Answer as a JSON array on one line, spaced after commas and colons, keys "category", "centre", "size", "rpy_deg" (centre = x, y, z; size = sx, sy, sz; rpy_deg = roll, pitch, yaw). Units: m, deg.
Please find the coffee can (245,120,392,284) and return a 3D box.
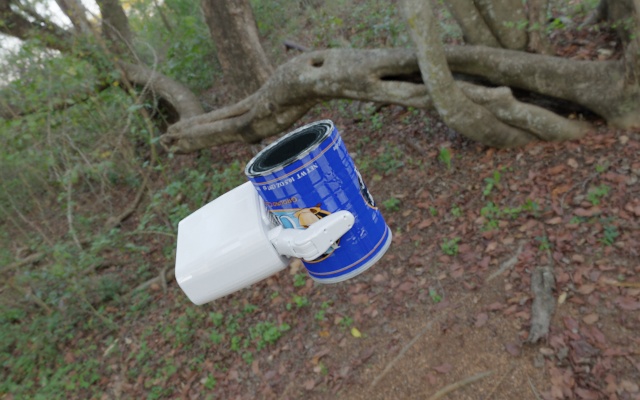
[{"category": "coffee can", "centre": [0.000, 0.002, 0.505], "size": [0.103, 0.140, 0.102], "rpy_deg": [-26, 22, 11]}]
